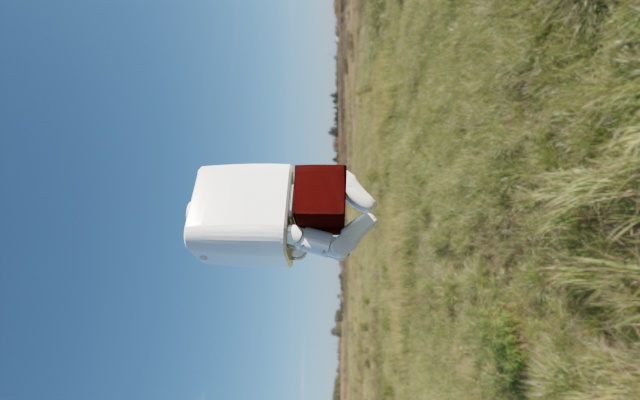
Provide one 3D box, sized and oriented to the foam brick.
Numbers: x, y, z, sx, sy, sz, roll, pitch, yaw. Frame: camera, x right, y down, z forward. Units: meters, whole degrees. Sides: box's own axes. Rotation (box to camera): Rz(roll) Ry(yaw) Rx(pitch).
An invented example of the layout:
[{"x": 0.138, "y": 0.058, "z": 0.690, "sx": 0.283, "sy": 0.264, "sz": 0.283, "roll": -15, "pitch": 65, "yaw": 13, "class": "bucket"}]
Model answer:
[{"x": 0.000, "y": 0.001, "z": 0.491, "sx": 0.051, "sy": 0.053, "sz": 0.078, "roll": 2, "pitch": -20, "yaw": 2, "class": "foam brick"}]
